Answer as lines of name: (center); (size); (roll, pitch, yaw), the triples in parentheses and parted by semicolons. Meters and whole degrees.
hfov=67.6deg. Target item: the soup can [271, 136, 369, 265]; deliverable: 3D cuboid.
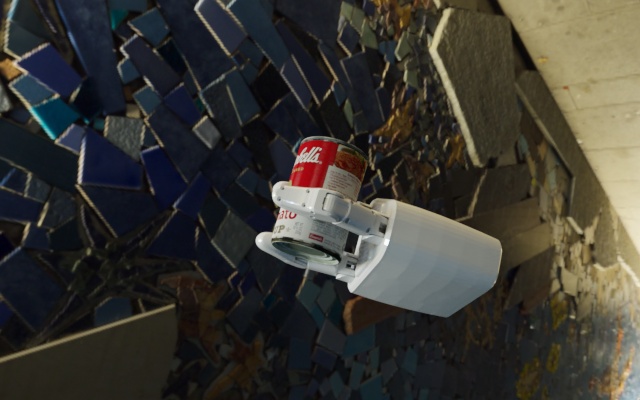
soup can: (0.000, 0.002, 0.444); (0.068, 0.102, 0.068); (15, -17, 5)
